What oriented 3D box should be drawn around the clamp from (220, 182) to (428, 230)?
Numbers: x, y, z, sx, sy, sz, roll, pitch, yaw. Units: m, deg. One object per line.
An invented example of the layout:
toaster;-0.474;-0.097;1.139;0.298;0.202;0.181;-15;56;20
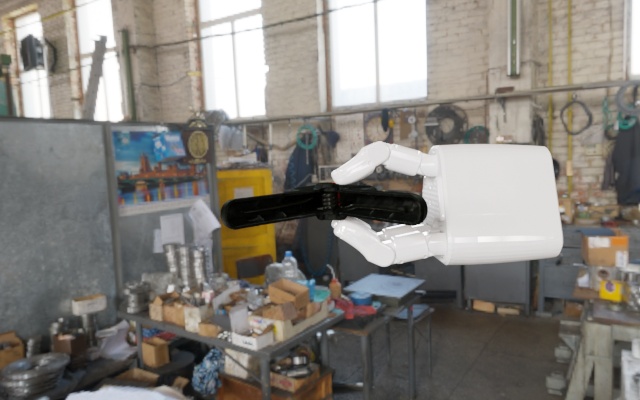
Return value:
clamp;0.000;0.001;0.464;0.164;0.036;0.210;-1;5;-1
